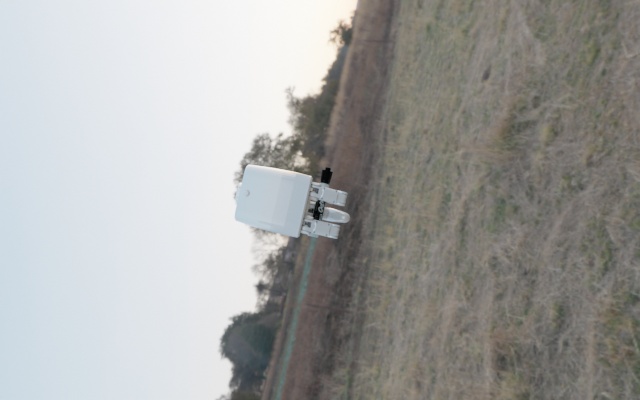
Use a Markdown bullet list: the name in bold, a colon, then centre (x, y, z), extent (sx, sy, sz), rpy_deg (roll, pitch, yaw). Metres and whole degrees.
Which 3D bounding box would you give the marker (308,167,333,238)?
- **marker**: centre (0.000, 0.003, 0.815), extent (0.020, 0.121, 0.020), rpy_deg (13, -4, 1)
